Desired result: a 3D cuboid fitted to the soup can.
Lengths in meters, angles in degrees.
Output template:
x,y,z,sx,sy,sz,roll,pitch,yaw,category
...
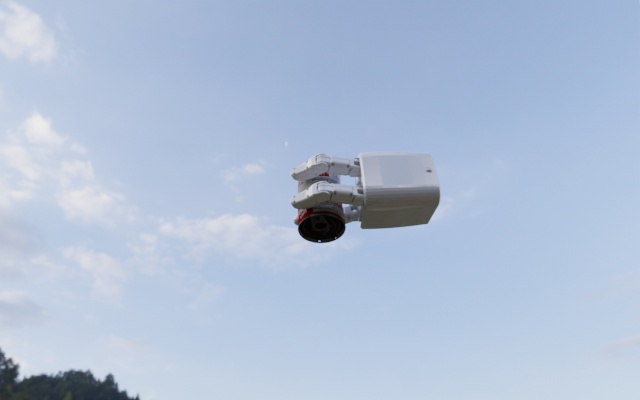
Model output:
x,y,z,sx,sy,sz,roll,pitch,yaw,category
0.000,0.002,0.707,0.068,0.102,0.069,-2,-40,-1,soup can
